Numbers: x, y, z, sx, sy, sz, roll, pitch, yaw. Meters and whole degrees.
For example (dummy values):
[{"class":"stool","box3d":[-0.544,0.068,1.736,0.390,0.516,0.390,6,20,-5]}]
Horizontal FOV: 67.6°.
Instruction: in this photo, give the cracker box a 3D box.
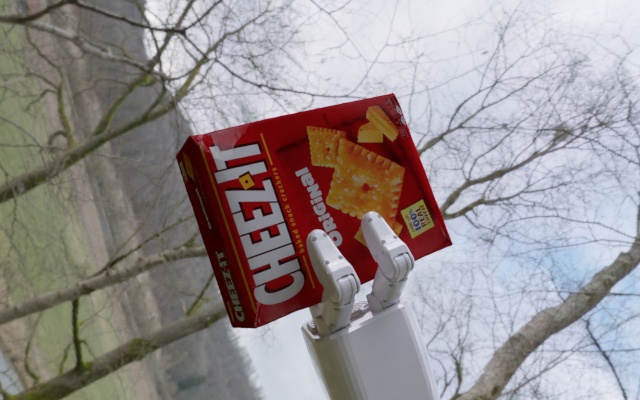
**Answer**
[{"class":"cracker box","box3d":[0.000,0.001,0.441,0.213,0.164,0.072,-17,-4,-28]}]
